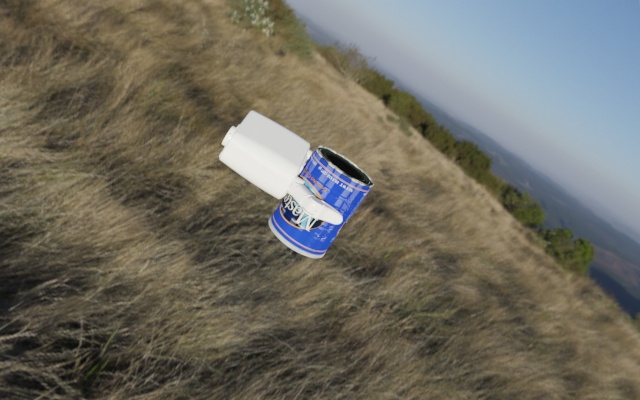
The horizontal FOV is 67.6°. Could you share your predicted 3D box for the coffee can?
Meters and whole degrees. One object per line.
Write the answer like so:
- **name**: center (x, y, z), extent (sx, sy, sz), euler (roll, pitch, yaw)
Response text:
- **coffee can**: center (0.000, 0.003, 0.728), extent (0.103, 0.140, 0.102), euler (31, 17, -11)
